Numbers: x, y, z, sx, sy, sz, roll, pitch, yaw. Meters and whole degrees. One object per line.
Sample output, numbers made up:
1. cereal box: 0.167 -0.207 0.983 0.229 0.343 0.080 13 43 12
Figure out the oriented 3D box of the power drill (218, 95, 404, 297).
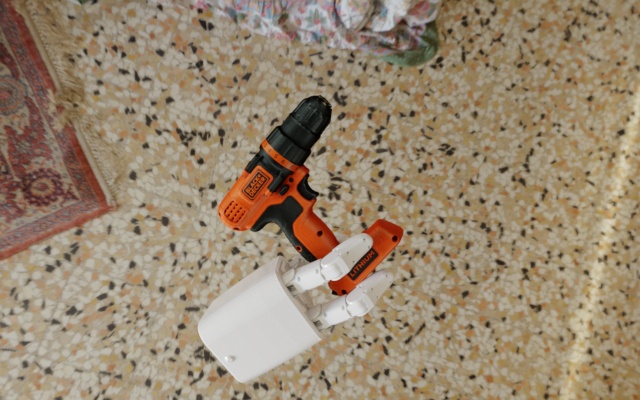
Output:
1. power drill: 0.000 0.002 0.541 0.187 0.184 0.057 41 17 2
